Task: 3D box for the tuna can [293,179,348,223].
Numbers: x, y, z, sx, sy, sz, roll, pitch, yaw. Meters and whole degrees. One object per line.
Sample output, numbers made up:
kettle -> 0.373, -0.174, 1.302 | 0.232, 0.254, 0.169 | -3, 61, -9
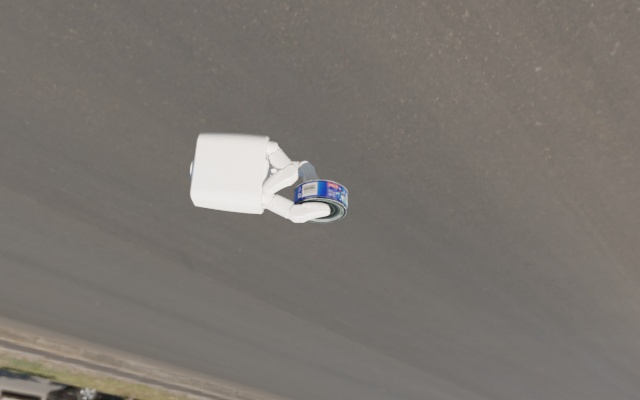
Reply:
tuna can -> 0.000, 0.003, 0.744 | 0.086, 0.033, 0.086 | 2, -29, 1
